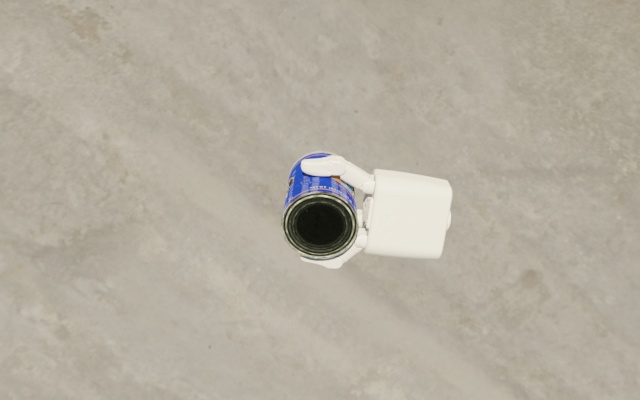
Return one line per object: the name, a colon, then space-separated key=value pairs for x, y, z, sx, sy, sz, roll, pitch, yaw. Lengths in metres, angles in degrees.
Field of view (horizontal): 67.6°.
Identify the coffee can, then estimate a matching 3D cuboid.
coffee can: x=0.000 y=0.002 z=0.685 sx=0.103 sy=0.103 sz=0.140 roll=0 pitch=28 yaw=1
